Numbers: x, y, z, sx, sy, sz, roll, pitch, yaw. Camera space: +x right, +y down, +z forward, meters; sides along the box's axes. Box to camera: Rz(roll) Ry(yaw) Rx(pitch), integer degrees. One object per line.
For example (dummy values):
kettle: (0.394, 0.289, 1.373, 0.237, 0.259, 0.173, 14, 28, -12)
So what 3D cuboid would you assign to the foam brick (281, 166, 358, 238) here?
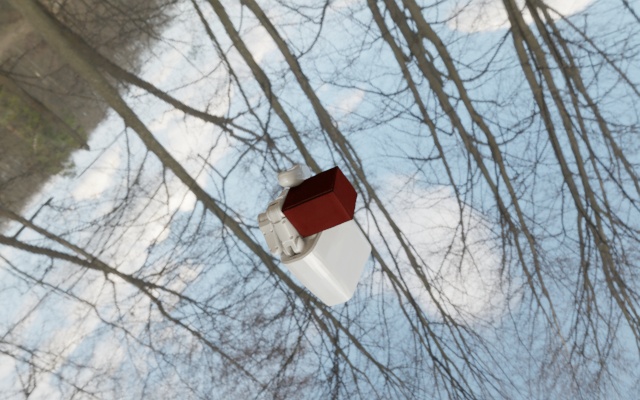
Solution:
foam brick: (0.000, 0.002, 0.599, 0.078, 0.051, 0.053, -22, 30, 28)
